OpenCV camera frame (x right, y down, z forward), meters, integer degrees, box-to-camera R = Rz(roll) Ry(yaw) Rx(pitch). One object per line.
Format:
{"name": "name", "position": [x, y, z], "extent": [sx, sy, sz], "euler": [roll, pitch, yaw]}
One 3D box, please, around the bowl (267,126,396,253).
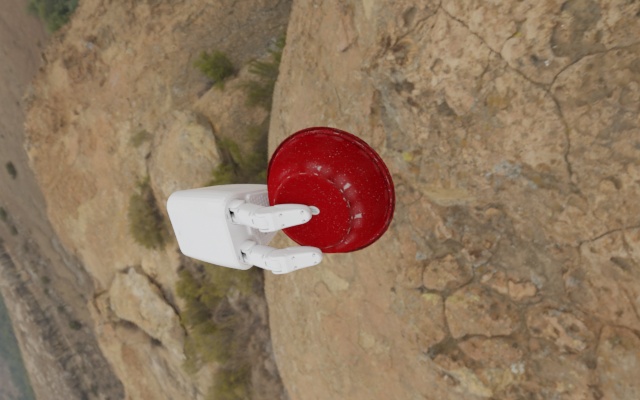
{"name": "bowl", "position": [0.001, 0.002, 0.539], "extent": [0.162, 0.162, 0.055], "euler": [0, 25, 23]}
